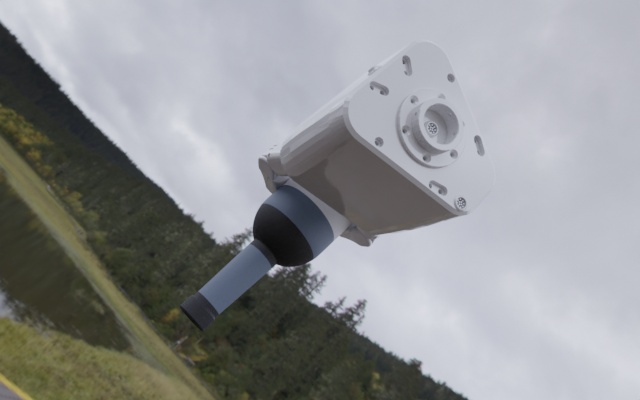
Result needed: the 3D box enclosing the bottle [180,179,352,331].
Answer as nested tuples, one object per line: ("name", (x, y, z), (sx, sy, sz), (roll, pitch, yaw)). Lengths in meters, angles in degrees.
("bottle", (0.000, 0.001, 0.427), (0.295, 0.069, 0.069), (-42, 19, -23))
